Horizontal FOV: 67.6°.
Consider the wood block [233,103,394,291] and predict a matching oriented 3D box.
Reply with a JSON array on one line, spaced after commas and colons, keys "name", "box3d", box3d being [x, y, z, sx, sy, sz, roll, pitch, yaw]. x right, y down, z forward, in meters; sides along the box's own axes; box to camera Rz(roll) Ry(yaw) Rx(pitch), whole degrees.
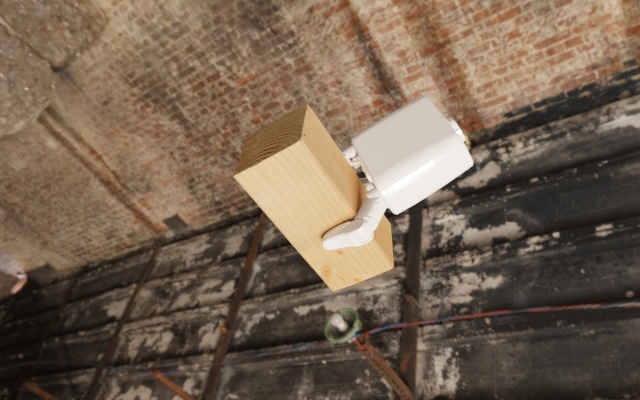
[{"name": "wood block", "box3d": [0.000, 0.002, 0.577, 0.090, 0.206, 0.090, -25, 31, 21]}]
